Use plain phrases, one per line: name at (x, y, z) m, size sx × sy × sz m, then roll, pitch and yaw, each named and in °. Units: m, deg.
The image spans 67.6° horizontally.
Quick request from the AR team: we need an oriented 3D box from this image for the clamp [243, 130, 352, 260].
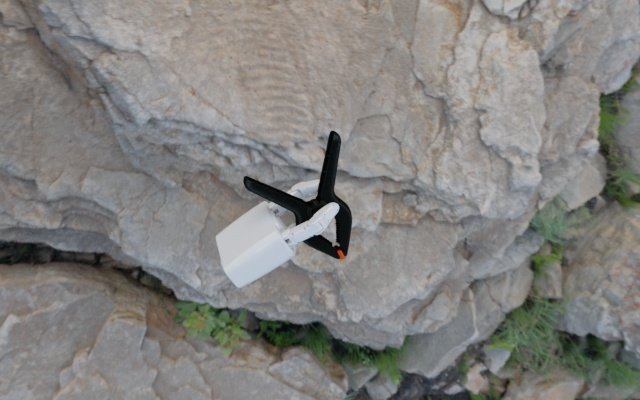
clamp at (0.000, 0.003, 0.766) m, size 0.164 × 0.210 × 0.036 m, roll -34°, pitch 23°, yaw 1°
